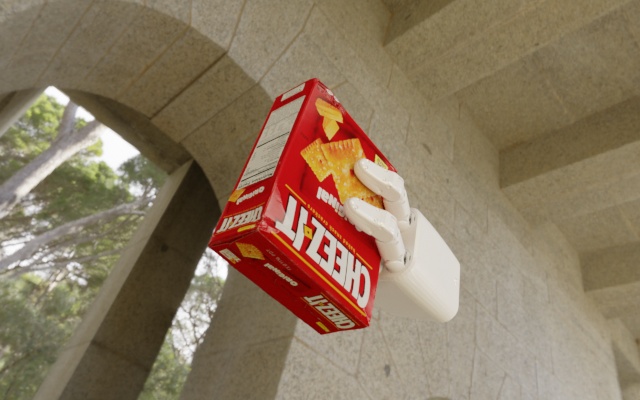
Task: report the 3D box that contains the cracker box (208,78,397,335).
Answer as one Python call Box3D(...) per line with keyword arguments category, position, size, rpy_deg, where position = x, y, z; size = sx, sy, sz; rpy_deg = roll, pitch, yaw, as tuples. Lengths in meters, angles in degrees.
Box3D(category="cracker box", position=(0.000, 0.002, 0.495), size=(0.072, 0.213, 0.164), rpy_deg=(-20, -52, 36))
